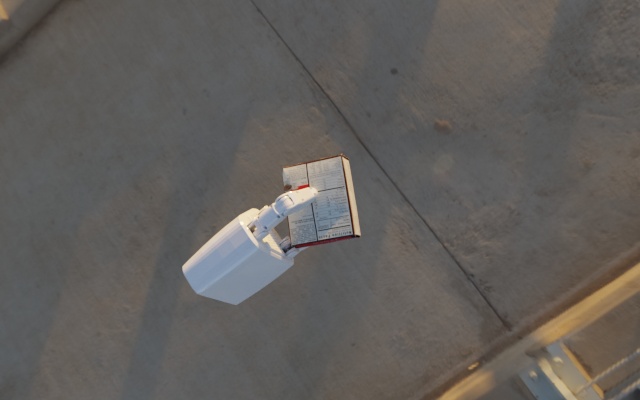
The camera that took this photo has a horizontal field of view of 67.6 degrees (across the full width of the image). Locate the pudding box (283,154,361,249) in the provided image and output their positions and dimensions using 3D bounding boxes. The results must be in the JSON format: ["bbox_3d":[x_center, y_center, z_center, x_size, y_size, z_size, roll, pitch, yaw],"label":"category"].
[{"bbox_3d":[0.000,0.002,0.639,0.090,0.113,0.039,-11,-9,15],"label":"pudding box"}]
